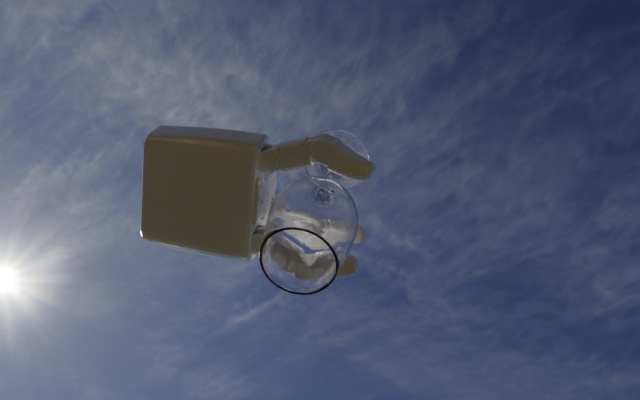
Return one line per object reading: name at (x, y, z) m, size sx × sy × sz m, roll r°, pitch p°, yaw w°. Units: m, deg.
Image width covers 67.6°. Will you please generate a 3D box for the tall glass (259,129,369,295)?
tall glass at (0.000, 0.001, 0.447) m, size 0.079 × 0.079 × 0.201 m, roll 0°, pitch 27°, yaw 11°
